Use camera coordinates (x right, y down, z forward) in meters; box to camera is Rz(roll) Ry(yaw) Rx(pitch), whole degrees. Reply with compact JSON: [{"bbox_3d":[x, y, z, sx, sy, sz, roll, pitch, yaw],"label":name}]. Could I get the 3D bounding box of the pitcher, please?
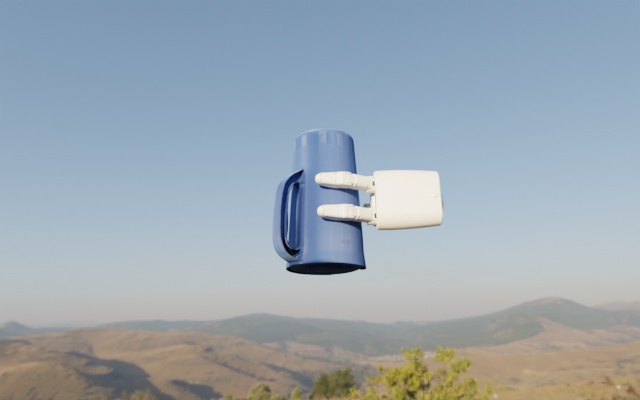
[{"bbox_3d":[0.000,0.003,0.813,0.145,0.242,0.149,-2,-17,3],"label":"pitcher"}]
